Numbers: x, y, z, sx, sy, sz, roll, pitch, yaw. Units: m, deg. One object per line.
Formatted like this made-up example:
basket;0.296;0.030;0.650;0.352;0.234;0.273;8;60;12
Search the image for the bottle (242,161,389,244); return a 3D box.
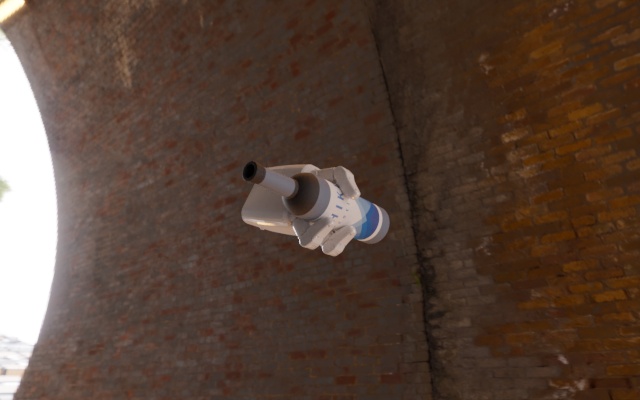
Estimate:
bottle;0.000;0.002;0.716;0.069;0.069;0.296;0;-16;40
